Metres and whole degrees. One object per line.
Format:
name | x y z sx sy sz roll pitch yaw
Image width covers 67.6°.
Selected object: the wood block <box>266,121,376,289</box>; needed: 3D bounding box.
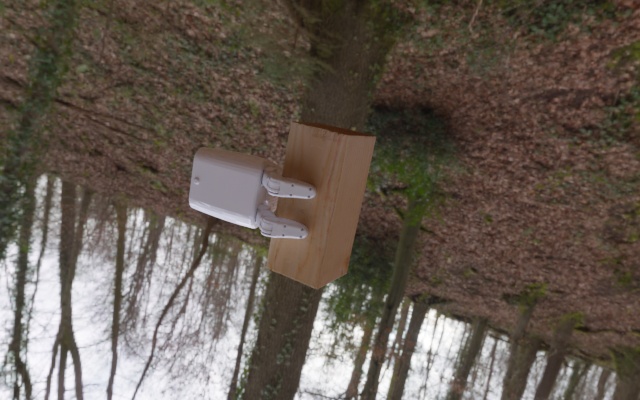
wood block | 0.000 0.002 0.662 0.090 0.206 0.091 18 15 26
